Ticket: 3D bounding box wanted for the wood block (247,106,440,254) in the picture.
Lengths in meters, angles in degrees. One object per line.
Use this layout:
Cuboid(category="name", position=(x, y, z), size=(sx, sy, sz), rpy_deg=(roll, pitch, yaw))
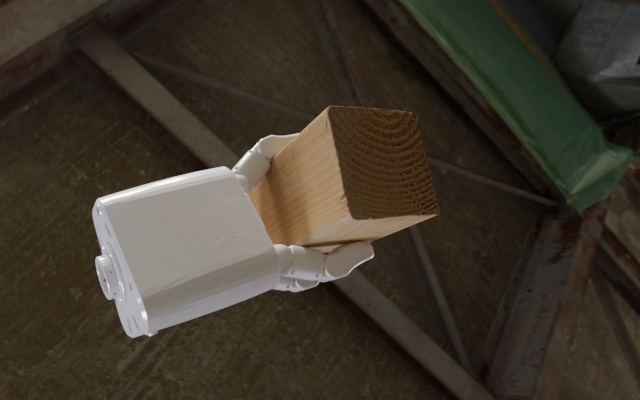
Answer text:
Cuboid(category="wood block", position=(0.000, 0.001, 0.446), size=(0.090, 0.090, 0.206), rpy_deg=(-3, -16, -32))
